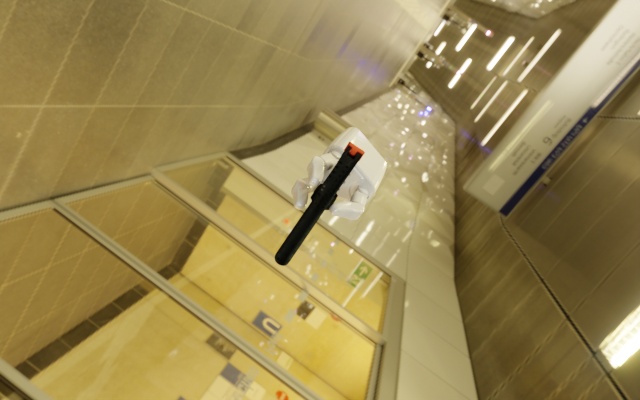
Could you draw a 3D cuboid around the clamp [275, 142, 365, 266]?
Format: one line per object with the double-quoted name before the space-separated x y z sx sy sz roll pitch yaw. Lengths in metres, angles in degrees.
"clamp" 0.001 0.002 0.747 0.036 0.210 0.164 34 35 -1
